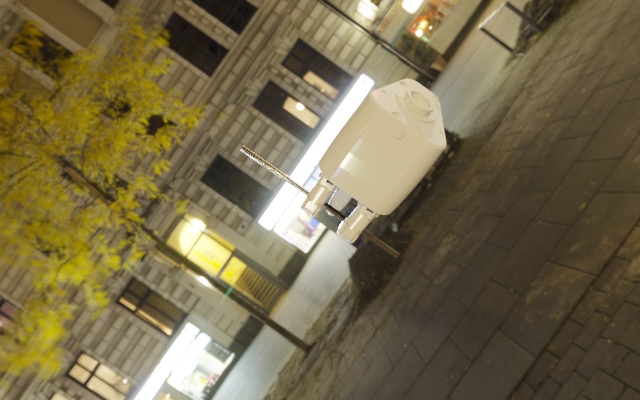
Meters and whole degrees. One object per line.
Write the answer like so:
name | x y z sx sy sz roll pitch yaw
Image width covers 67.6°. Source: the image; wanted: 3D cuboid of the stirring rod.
stirring rod | 0.000 0.002 0.606 0.239 0.011 0.011 35 -2 -2
